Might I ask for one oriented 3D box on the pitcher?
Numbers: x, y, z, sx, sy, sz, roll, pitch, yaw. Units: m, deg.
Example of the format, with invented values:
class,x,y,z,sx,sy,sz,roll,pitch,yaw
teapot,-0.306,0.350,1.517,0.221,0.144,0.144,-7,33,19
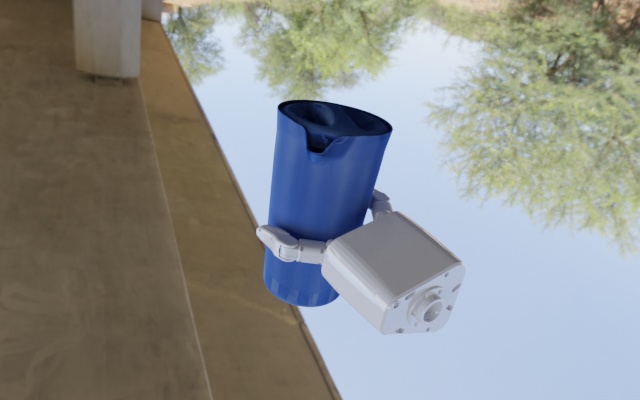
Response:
class,x,y,z,sx,sy,sz,roll,pitch,yaw
pitcher,0.000,0.002,0.599,0.149,0.243,0.145,-6,30,-33
